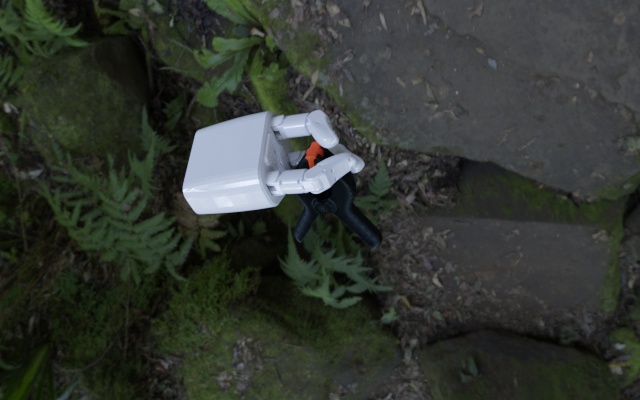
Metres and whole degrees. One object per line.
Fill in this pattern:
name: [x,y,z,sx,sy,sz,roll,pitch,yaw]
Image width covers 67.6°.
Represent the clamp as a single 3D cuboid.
clamp: [0.000,0.002,0.592,0.120,0.172,0.039,-8,41,20]
